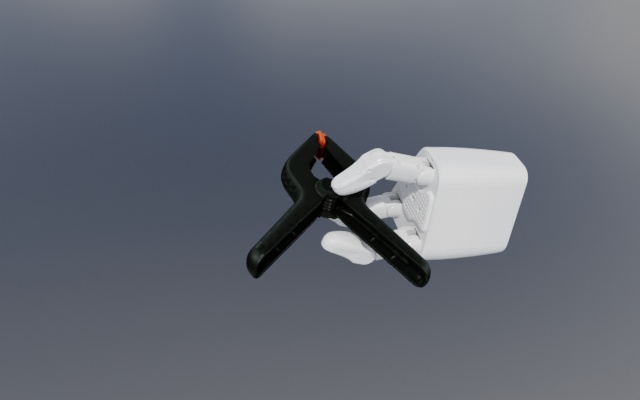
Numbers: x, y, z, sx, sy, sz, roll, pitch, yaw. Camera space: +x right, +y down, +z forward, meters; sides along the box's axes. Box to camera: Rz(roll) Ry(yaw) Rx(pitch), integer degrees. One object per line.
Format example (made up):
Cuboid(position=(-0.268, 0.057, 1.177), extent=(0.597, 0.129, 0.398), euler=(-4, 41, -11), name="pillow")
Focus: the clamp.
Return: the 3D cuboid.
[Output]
Cuboid(position=(0.000, 0.001, 0.473), extent=(0.164, 0.036, 0.209), euler=(2, 42, -19), name="clamp")
